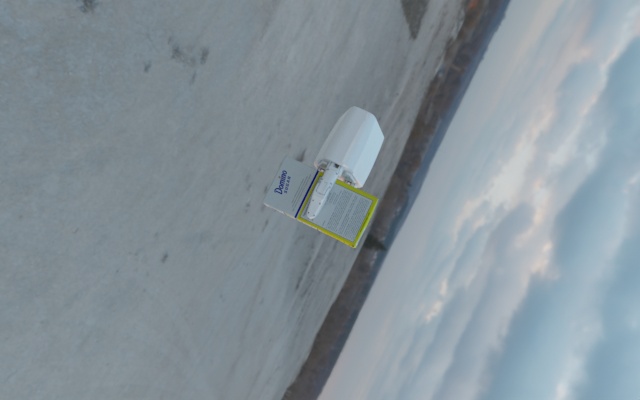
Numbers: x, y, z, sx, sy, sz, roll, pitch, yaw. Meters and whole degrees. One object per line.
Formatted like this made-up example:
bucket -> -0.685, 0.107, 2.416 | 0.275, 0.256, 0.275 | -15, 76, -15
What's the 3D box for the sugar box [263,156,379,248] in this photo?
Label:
sugar box -> 0.000, 0.003, 0.820 | 0.176, 0.093, 0.048 | 26, -6, 9
